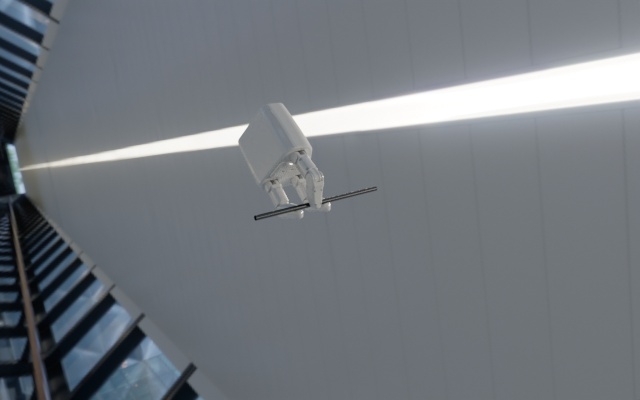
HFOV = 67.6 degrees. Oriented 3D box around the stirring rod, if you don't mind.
[{"bbox_3d":[0.000,0.002,0.780,0.239,0.011,0.011,-14,8,-33],"label":"stirring rod"}]
